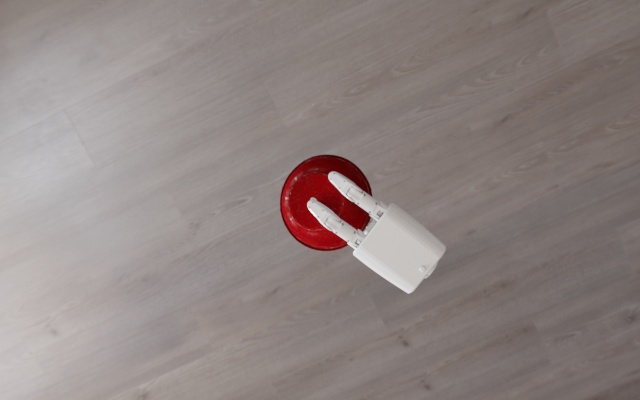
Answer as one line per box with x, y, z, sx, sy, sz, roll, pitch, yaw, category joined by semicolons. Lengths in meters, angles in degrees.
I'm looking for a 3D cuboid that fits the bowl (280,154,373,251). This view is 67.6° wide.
-0.001;0.002;0.770;0.162;0.162;0.055;0;-2;18;bowl
